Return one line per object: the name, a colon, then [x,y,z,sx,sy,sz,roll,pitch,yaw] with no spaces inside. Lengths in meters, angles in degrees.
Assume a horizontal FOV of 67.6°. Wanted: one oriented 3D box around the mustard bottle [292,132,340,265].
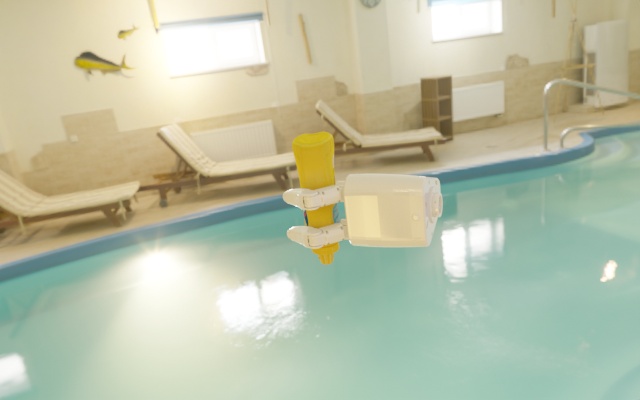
mustard bottle: [0.000,0.002,0.690,0.058,0.192,0.096,-7,17,2]
